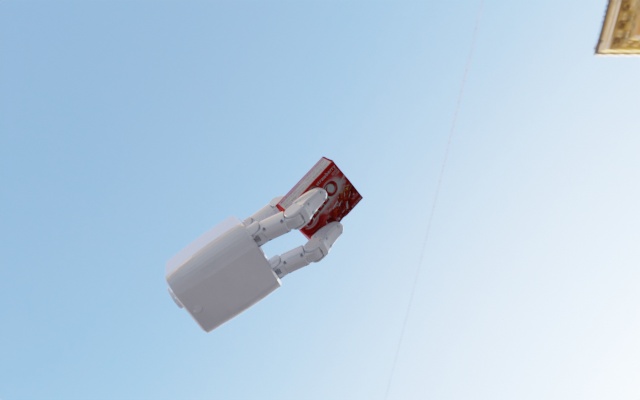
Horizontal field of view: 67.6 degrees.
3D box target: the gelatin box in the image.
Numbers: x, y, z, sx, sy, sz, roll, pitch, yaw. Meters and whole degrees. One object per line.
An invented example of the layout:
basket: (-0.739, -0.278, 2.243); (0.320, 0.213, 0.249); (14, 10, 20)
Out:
gelatin box: (0.000, 0.002, 0.598); (0.073, 0.089, 0.030); (48, -8, -34)
